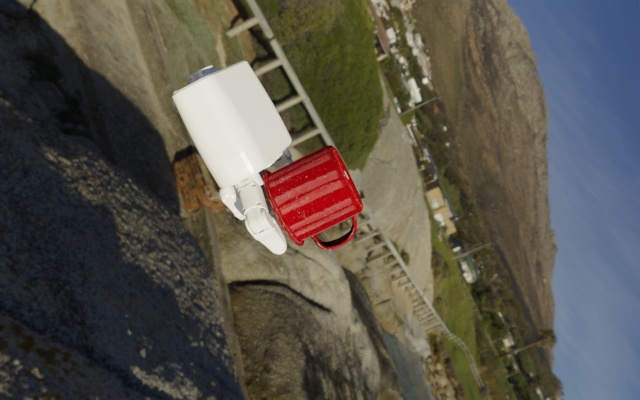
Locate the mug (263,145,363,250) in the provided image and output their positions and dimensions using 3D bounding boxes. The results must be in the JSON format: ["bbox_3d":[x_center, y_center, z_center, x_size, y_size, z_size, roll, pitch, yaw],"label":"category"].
[{"bbox_3d":[0.001,0.003,0.526,0.081,0.117,0.093,-26,17,8],"label":"mug"}]
